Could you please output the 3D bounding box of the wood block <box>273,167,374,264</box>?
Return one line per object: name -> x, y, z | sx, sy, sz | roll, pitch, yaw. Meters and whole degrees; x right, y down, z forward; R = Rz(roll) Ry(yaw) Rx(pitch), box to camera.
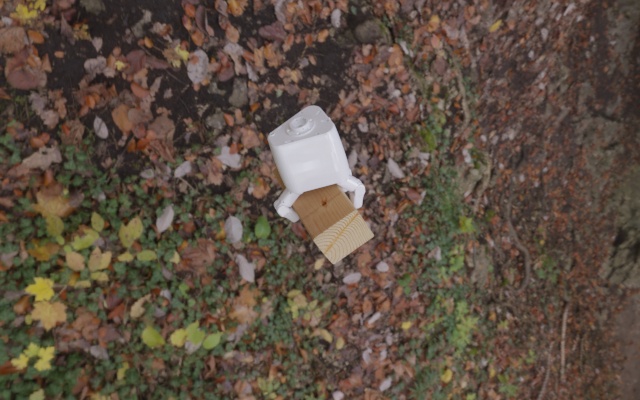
wood block -> 0.000, 0.003, 0.882 | 0.091, 0.206, 0.090 | -35, -45, 2
